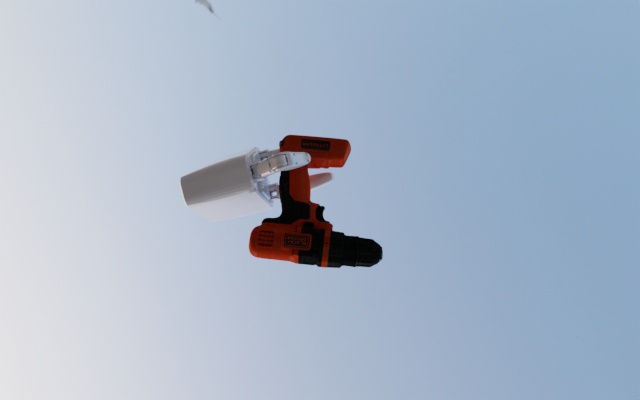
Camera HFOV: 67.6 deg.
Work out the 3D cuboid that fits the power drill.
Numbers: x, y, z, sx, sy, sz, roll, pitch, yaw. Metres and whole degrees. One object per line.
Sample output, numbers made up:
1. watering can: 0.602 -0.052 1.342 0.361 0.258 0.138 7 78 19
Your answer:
1. power drill: 0.000 0.002 0.681 0.184 0.187 0.057 6 -23 -1
